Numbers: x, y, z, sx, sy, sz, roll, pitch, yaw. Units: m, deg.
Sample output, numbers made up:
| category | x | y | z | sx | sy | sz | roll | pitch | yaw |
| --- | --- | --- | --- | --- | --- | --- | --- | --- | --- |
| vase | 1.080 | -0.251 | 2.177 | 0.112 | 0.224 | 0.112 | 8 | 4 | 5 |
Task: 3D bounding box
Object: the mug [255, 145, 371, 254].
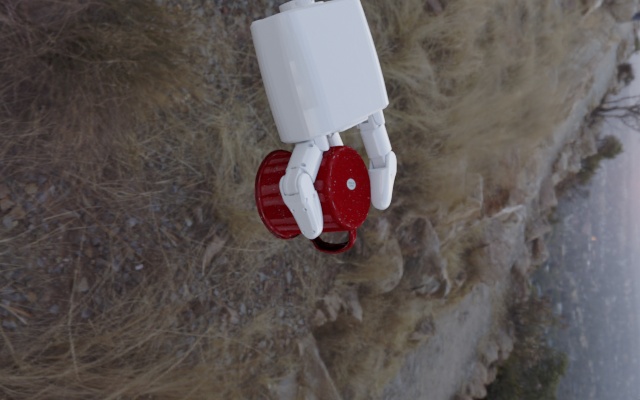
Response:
| category | x | y | z | sx | sy | sz | roll | pitch | yaw |
| --- | --- | --- | --- | --- | --- | --- | --- | --- | --- |
| mug | 0.001 | 0.003 | 0.472 | 0.081 | 0.117 | 0.093 | -5 | 22 | 34 |
